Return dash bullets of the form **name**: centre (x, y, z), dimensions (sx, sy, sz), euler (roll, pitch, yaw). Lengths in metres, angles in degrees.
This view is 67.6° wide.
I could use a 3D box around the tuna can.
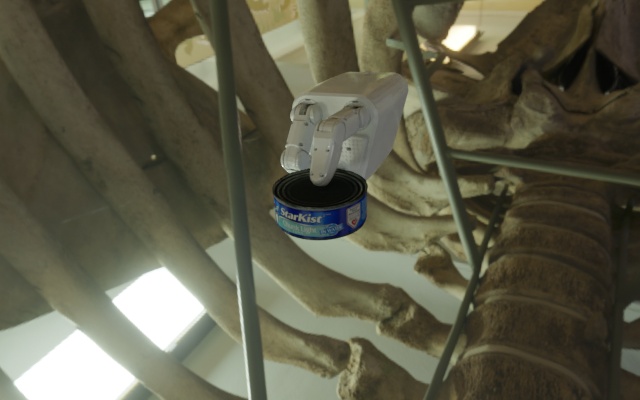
- **tuna can**: centre (0.000, 0.002, 0.435), dimensions (0.086, 0.034, 0.086), euler (-2, 27, 1)
